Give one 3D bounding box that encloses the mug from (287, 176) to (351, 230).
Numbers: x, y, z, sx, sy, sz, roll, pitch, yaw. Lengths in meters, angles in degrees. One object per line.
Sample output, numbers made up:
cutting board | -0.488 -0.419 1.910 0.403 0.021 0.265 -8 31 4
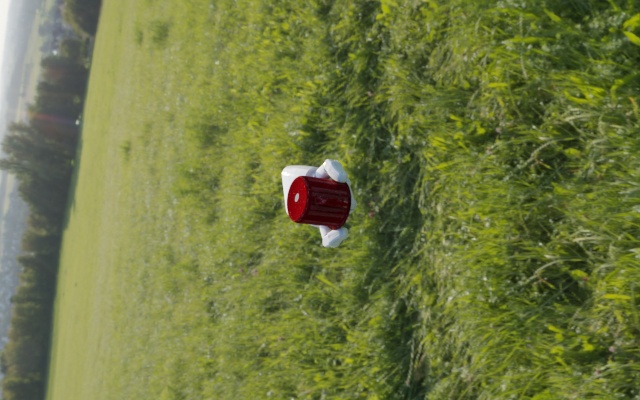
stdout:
mug | 0.001 0.003 0.811 0.081 0.093 0.117 7 1 -31
